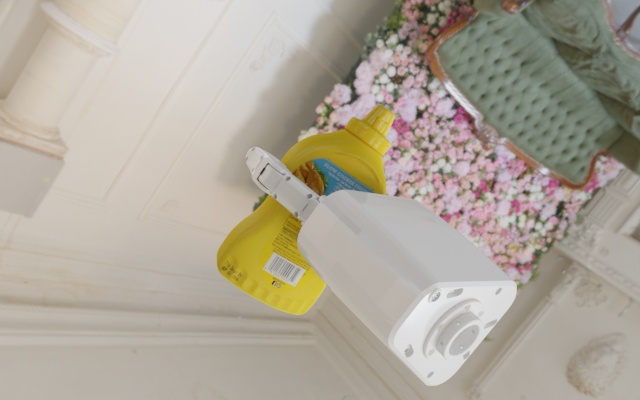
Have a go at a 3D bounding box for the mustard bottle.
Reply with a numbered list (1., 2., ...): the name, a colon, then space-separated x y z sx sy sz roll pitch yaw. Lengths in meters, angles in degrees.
1. mustard bottle: 0.000 0.001 0.412 0.096 0.191 0.058 33 9 -20
